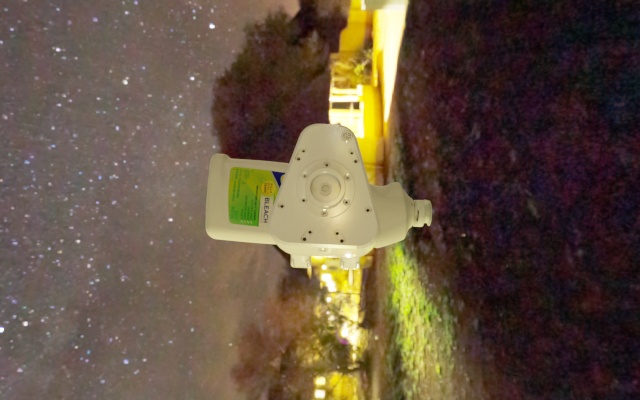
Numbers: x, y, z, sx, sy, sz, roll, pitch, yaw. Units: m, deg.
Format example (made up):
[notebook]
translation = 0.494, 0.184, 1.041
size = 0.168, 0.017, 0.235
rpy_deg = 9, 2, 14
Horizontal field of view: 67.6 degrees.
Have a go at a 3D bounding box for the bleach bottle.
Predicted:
[bleach bottle]
translation = 0.000, 0.002, 0.552
size = 0.251, 0.102, 0.068
rpy_deg = 2, -9, 2
